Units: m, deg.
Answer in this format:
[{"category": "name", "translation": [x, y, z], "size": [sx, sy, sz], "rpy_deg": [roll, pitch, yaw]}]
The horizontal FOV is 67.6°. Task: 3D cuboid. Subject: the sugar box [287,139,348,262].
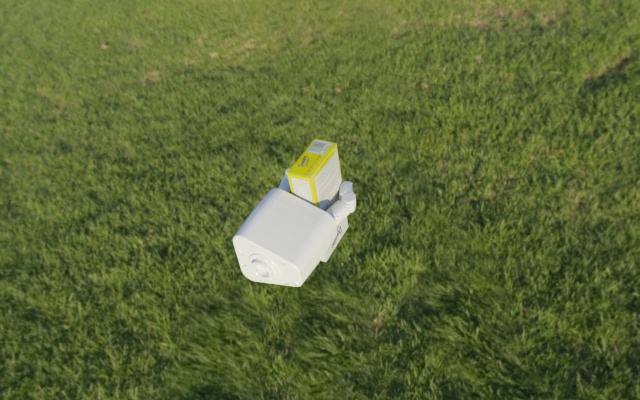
[{"category": "sugar box", "translation": [0.000, 0.002, 0.749], "size": [0.048, 0.176, 0.093], "rpy_deg": [15, 45, 23]}]
